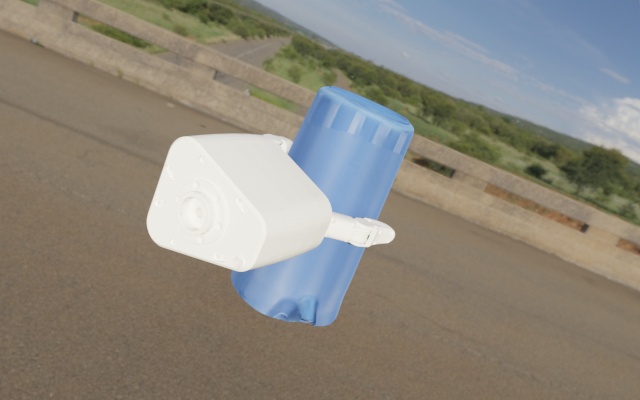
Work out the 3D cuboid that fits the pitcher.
[{"bbox_3d":[0.000,0.002,0.533,0.149,0.243,0.145,31,18,22],"label":"pitcher"}]
